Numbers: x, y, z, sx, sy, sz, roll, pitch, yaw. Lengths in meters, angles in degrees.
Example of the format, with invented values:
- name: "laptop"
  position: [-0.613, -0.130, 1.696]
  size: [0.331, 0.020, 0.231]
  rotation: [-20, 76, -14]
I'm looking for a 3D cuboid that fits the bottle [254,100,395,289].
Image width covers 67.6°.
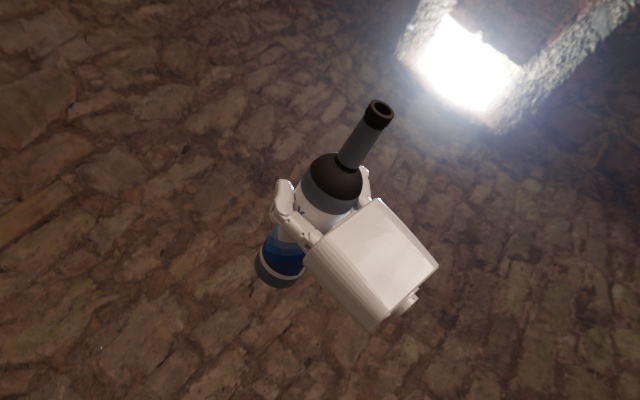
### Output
- name: "bottle"
  position: [0.000, 0.002, 0.564]
  size: [0.069, 0.069, 0.296]
  rotation: [0, -38, -32]
